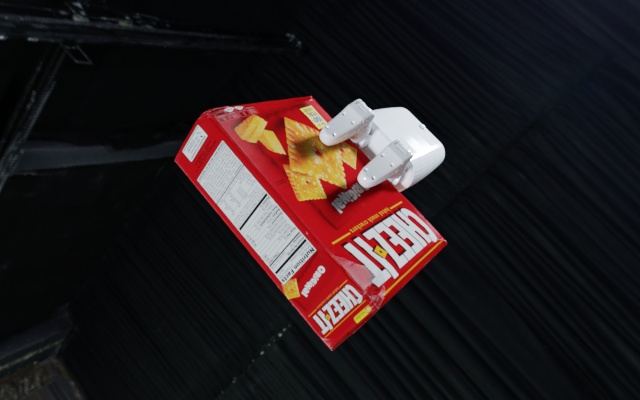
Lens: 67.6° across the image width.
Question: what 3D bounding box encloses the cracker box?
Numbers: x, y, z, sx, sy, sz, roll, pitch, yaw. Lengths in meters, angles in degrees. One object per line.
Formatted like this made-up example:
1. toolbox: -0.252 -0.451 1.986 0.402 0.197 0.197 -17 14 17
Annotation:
1. cracker box: 0.000 0.001 0.442 0.072 0.213 0.164 -50 -15 33
